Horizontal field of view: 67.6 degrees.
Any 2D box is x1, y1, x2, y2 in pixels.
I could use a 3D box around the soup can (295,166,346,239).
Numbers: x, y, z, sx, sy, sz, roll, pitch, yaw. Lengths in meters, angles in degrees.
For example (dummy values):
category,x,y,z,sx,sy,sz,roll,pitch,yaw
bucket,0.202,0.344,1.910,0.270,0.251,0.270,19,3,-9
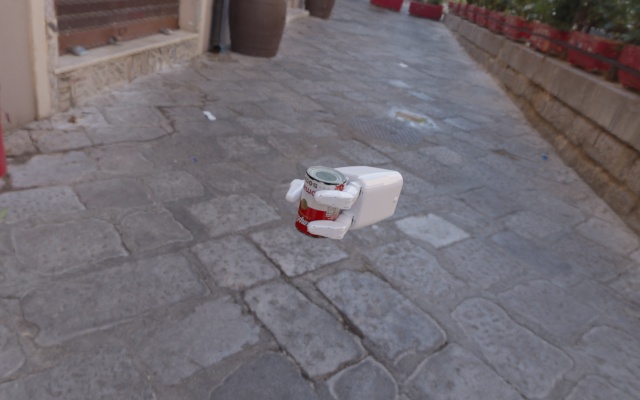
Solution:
category,x,y,z,sx,sy,sz,roll,pitch,yaw
soup can,0.000,0.002,0.787,0.068,0.102,0.068,11,26,-5
